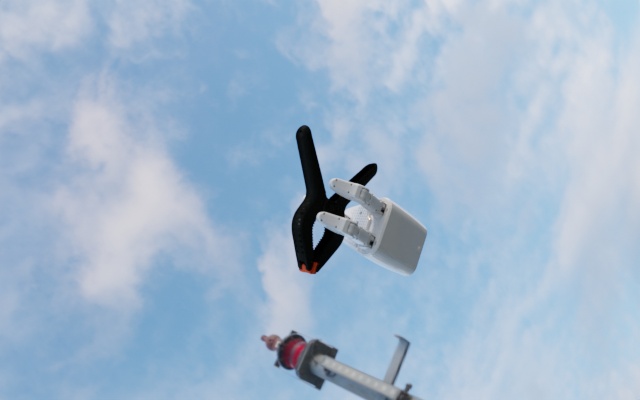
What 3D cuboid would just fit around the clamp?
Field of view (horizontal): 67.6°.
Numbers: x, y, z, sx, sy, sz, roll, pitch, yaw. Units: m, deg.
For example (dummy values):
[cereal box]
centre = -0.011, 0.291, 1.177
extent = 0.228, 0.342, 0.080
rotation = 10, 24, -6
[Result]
[clamp]
centre = 0.000, 0.003, 0.714
extent = 0.165, 0.210, 0.036
rotation = 31, -18, -35
